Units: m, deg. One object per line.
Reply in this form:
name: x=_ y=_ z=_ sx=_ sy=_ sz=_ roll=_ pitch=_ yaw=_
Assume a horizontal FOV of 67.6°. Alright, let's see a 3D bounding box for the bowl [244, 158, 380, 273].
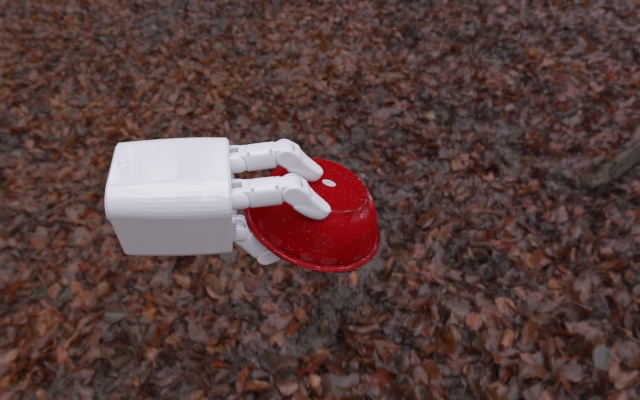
bowl: x=0.001 y=0.001 z=0.529 sx=0.162 sy=0.055 sz=0.162 roll=14 pitch=37 yaw=-11
